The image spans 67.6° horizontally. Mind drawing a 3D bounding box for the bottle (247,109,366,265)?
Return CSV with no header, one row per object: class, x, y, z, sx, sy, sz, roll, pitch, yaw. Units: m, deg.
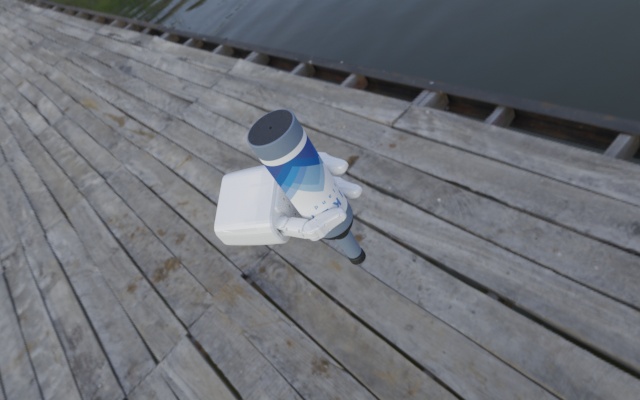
bottle,0.000,0.002,0.677,0.069,0.069,0.296,0,-38,32
